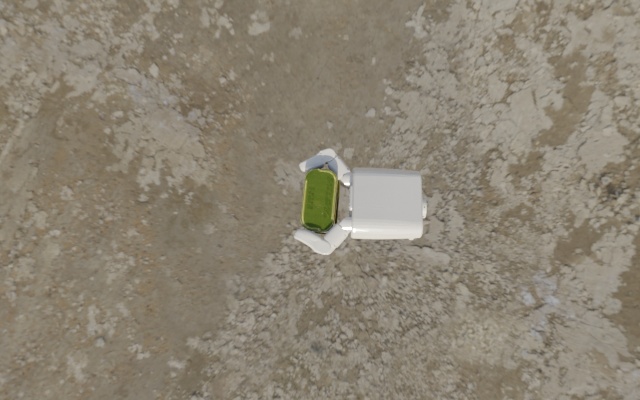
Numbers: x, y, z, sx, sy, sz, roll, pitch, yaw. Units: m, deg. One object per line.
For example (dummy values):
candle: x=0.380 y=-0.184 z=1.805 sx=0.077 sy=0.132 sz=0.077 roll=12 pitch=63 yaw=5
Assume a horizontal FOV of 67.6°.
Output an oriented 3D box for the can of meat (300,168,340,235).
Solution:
can of meat: x=0.000 y=0.002 z=0.764 sx=0.057 sy=0.102 sz=0.084 roll=5 pitch=-5 yaw=3
